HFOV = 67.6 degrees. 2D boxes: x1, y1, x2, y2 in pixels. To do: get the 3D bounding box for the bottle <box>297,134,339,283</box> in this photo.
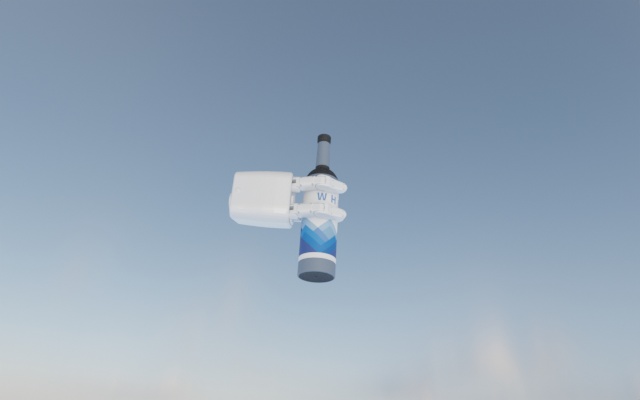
[{"bbox_3d":[0.000,0.003,0.898,0.069,0.295,0.069,3,-27,1],"label":"bottle"}]
